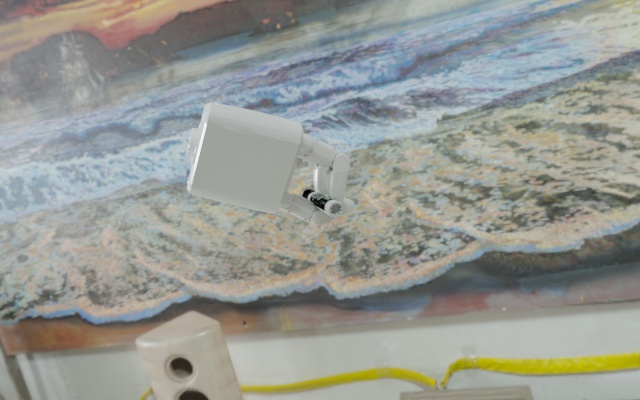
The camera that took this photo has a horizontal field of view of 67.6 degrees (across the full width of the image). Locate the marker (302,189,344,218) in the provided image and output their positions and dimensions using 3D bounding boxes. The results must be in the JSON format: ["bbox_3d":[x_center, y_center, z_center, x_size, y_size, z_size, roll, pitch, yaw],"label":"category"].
[{"bbox_3d":[0.000,0.002,0.585,0.020,0.020,0.121,0,8,-17],"label":"marker"}]
